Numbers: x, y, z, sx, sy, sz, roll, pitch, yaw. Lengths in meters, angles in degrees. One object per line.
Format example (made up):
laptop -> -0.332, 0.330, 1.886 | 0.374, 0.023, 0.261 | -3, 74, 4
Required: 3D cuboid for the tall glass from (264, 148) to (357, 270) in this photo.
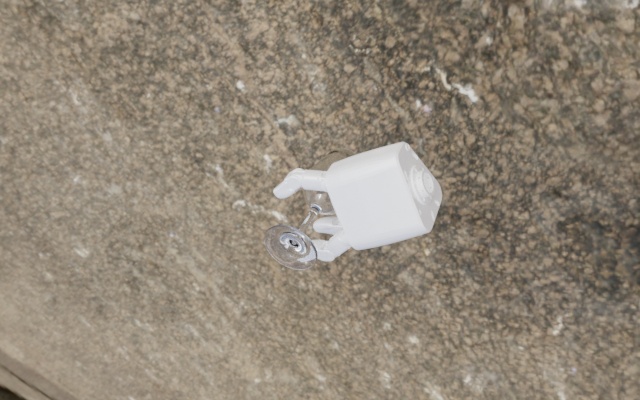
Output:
tall glass -> 0.000, 0.003, 0.673 | 0.079, 0.079, 0.201 | 0, 36, 28
